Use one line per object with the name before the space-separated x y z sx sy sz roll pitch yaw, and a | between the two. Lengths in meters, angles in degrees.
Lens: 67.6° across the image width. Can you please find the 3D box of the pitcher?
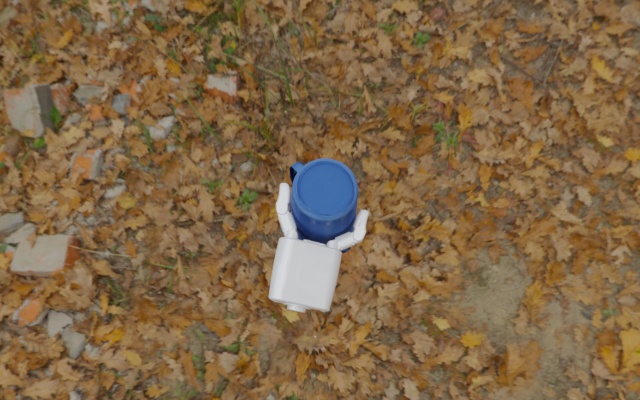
pitcher | 0.000 0.003 0.881 0.149 0.145 0.243 11 -15 3
